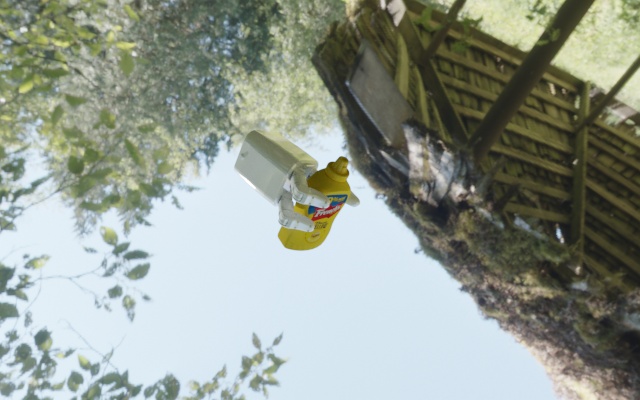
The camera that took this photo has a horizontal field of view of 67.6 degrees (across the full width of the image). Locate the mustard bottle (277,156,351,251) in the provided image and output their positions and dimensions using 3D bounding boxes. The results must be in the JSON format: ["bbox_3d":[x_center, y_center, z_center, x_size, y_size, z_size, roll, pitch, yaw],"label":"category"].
[{"bbox_3d":[0.000,0.003,0.823,0.096,0.192,0.058,-3,44,-38],"label":"mustard bottle"}]
